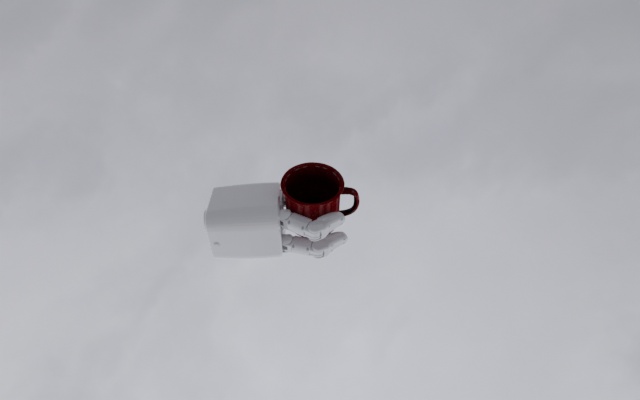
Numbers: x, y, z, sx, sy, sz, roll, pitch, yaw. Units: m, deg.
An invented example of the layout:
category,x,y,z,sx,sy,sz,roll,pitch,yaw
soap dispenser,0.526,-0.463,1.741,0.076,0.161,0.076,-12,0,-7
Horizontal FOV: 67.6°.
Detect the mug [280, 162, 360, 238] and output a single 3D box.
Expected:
category,x,y,z,sx,sy,sz,roll,pitch,yaw
mug,0.002,0.002,0.720,0.117,0.093,0.082,-2,-44,-2
